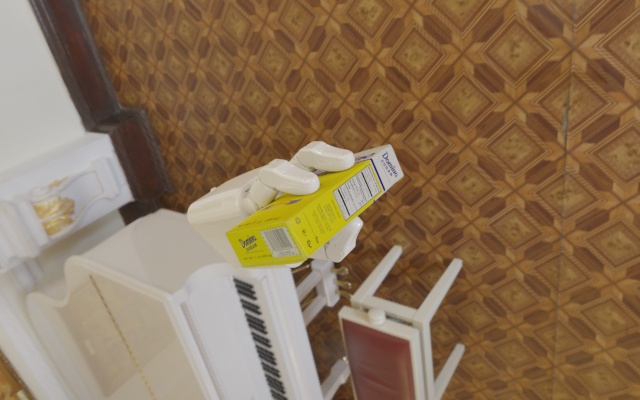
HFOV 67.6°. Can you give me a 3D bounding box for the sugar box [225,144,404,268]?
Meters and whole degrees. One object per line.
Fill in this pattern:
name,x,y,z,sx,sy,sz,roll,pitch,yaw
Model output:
sugar box,0.000,0.001,0.479,0.093,0.048,0.176,-12,20,44
